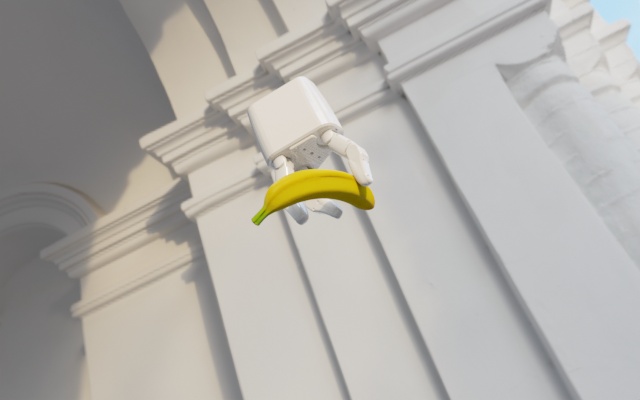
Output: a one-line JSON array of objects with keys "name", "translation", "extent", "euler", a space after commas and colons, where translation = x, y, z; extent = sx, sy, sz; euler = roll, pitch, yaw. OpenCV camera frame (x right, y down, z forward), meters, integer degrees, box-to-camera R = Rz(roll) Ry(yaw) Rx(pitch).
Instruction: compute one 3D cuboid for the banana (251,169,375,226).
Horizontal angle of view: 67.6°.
[{"name": "banana", "translation": [0.005, -0.010, 0.615], "extent": [0.198, 0.037, 0.070], "euler": [-5, -40, -36]}]
